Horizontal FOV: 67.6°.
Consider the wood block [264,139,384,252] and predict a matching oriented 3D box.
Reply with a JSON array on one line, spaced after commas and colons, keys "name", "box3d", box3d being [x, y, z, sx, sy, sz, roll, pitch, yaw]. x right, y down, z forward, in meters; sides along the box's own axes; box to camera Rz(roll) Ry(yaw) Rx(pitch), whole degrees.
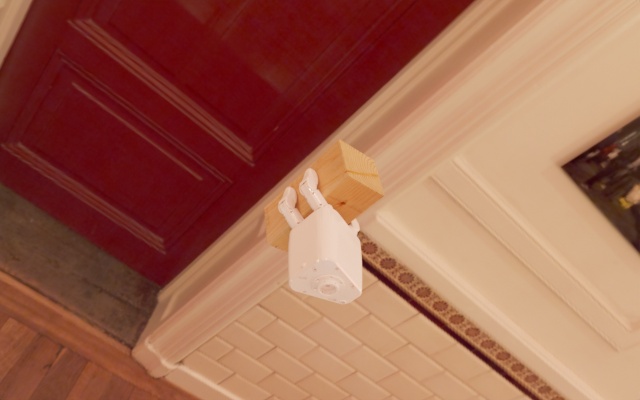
[{"name": "wood block", "box3d": [0.001, 0.003, 0.841, 0.091, 0.090, 0.206, 27, -53, -35]}]
